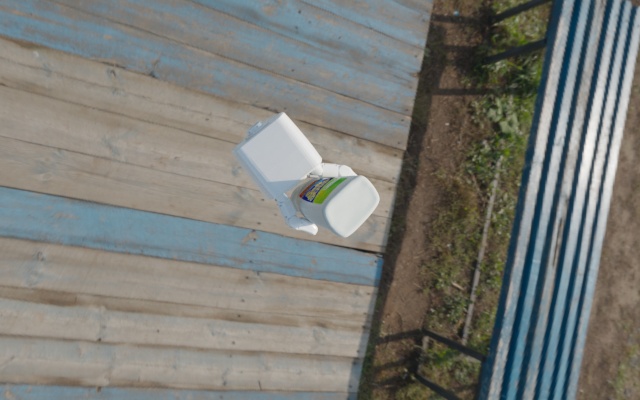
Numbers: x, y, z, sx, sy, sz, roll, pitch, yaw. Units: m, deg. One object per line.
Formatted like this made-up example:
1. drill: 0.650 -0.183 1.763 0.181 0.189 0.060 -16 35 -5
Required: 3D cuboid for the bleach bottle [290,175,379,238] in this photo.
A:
1. bleach bottle: 0.000 0.003 0.847 0.102 0.068 0.251 -44 18 -16
